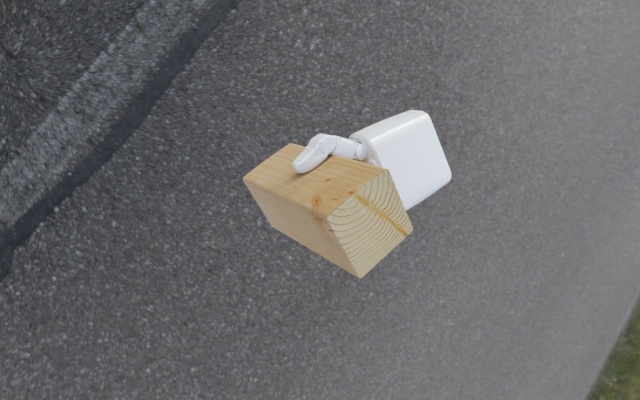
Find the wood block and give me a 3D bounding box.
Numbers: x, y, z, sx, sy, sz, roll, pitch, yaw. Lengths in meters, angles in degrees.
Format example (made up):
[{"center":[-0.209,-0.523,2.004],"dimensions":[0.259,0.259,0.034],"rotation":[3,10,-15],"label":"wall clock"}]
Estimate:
[{"center":[0.000,0.001,0.587],"dimensions":[0.090,0.091,0.206],"rotation":[-39,31,-19],"label":"wood block"}]
